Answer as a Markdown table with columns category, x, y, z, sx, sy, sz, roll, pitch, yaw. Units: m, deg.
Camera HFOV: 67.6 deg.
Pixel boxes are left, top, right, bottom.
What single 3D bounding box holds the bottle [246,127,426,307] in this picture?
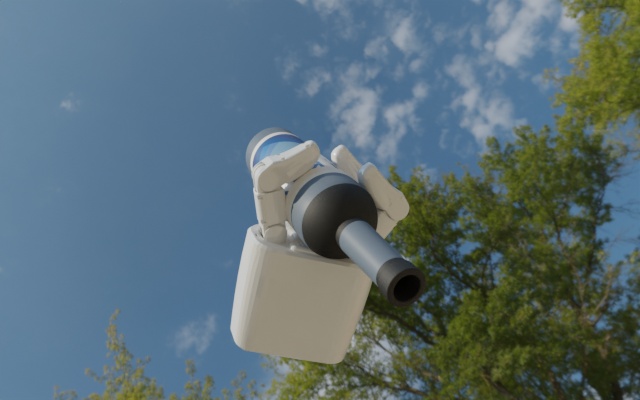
| category | x | y | z | sx | sy | sz | roll | pitch | yaw |
| --- | --- | --- | --- | --- | --- | --- | --- | --- | --- |
| bottle | 0.000 | 0.001 | 0.418 | 0.069 | 0.069 | 0.295 | 0 | 21 | -23 |
